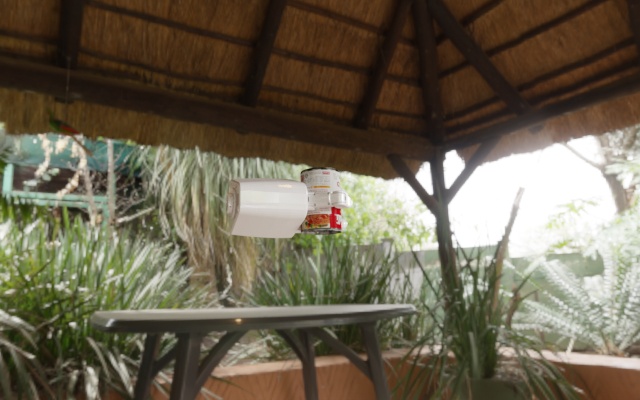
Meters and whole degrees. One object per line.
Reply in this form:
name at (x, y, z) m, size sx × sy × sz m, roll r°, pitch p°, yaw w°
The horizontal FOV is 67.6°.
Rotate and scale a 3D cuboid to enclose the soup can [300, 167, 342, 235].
soup can at (0.001, 0.002, 0.784) m, size 0.068 × 0.102 × 0.068 m, roll -2°, pitch -11°, yaw 0°
